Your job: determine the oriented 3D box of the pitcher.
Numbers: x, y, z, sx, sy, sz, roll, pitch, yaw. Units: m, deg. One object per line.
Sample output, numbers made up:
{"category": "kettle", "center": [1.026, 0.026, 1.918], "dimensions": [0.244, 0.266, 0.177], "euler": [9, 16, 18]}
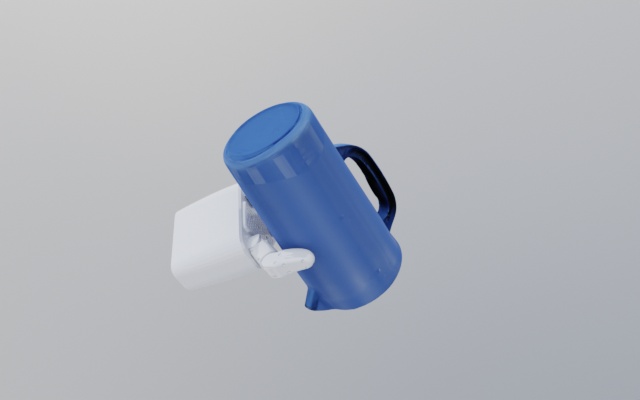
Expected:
{"category": "pitcher", "center": [0.000, 0.002, 0.569], "dimensions": [0.145, 0.243, 0.149], "euler": [-21, 36, 16]}
